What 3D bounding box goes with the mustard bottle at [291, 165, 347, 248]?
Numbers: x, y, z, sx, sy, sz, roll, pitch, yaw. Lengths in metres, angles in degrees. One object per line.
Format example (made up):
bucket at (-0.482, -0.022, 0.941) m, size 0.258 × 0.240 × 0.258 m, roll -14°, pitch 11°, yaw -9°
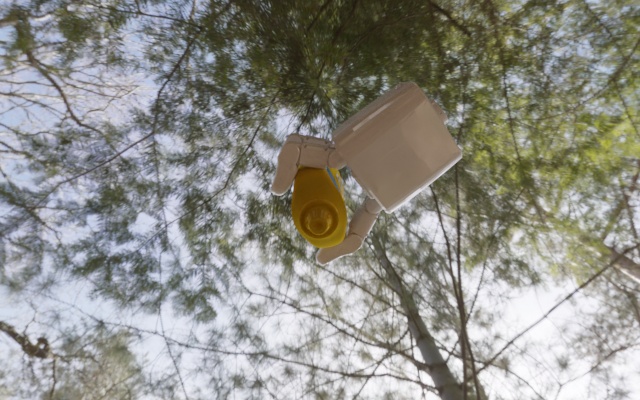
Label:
mustard bottle at (0.000, 0.002, 0.551) m, size 0.058 × 0.096 × 0.191 m, roll -13°, pitch 13°, yaw 4°
